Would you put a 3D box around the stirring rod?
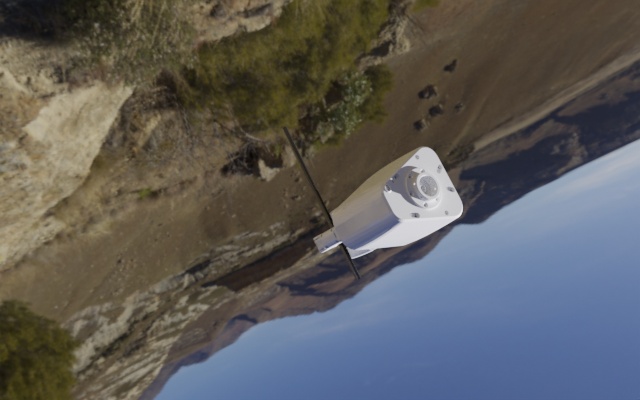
[{"bbox_3d":[0.000,0.002,0.675,0.011,0.239,0.011,-26,-7,-3],"label":"stirring rod"}]
